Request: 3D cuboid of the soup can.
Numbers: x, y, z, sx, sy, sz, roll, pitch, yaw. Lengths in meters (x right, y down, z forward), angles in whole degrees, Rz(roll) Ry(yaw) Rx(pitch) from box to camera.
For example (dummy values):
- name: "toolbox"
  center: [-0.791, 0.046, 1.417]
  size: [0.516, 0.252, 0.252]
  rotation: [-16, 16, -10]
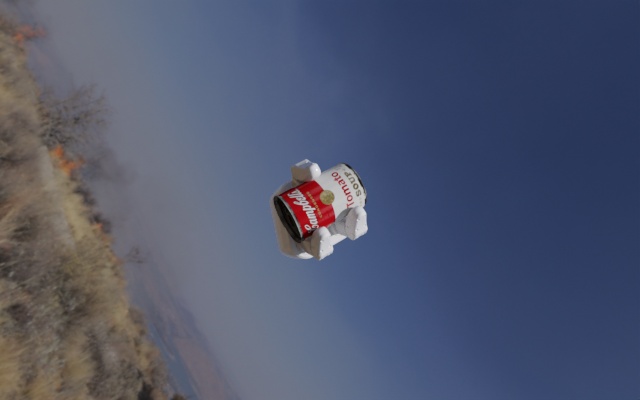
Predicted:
- name: "soup can"
  center: [0.000, 0.002, 0.617]
  size: [0.102, 0.068, 0.068]
  rotation: [-28, 9, -18]
